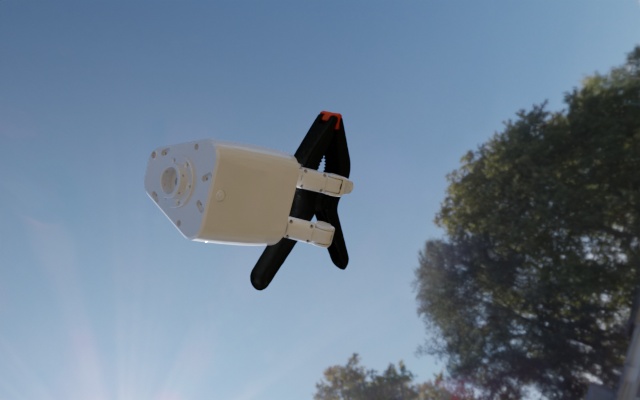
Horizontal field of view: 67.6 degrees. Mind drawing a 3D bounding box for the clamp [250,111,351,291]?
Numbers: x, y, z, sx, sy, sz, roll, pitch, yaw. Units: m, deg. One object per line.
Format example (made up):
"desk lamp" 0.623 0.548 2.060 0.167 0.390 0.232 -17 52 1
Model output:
"clamp" -0.001 0.001 0.572 0.036 0.210 0.164 18 7 36
